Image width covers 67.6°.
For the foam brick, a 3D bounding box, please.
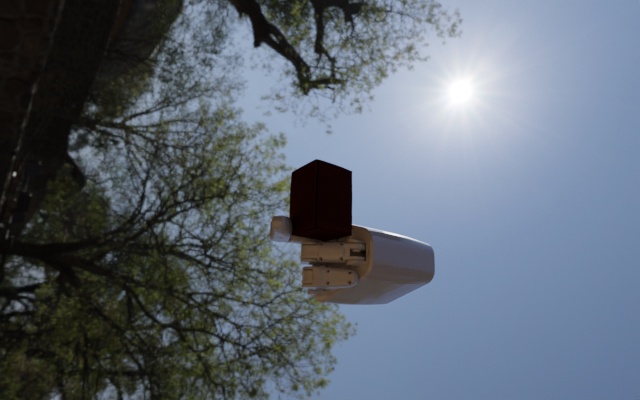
[{"bbox_3d":[0.000,0.001,0.539,0.051,0.078,0.053,12,-19,-34],"label":"foam brick"}]
